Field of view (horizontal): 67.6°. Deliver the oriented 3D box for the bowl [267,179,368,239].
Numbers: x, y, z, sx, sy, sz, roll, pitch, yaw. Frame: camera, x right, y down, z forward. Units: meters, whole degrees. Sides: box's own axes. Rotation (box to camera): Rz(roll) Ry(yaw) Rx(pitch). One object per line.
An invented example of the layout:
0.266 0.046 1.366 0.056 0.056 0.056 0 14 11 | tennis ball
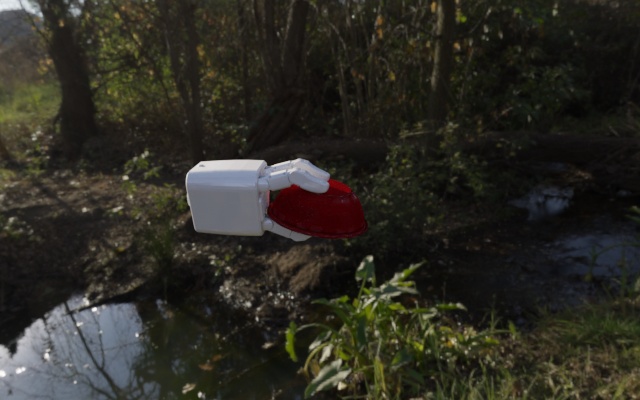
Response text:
0.001 0.002 0.746 0.162 0.055 0.162 9 18 -3 | bowl
